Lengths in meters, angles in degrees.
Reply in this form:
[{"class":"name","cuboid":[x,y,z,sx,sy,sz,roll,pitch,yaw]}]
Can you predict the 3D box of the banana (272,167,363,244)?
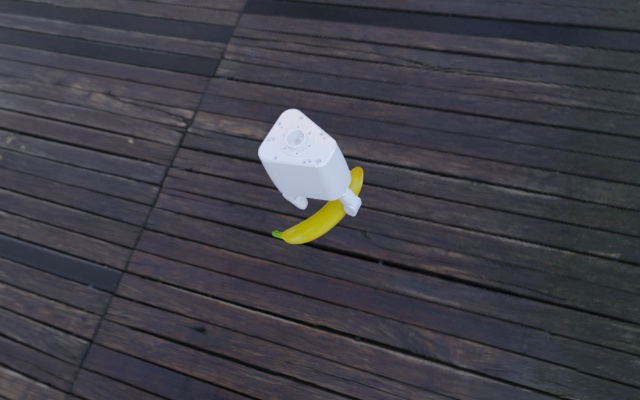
[{"class":"banana","cuboid":[0.008,0.018,0.829,0.198,0.069,0.037,-36,-29,-3]}]
